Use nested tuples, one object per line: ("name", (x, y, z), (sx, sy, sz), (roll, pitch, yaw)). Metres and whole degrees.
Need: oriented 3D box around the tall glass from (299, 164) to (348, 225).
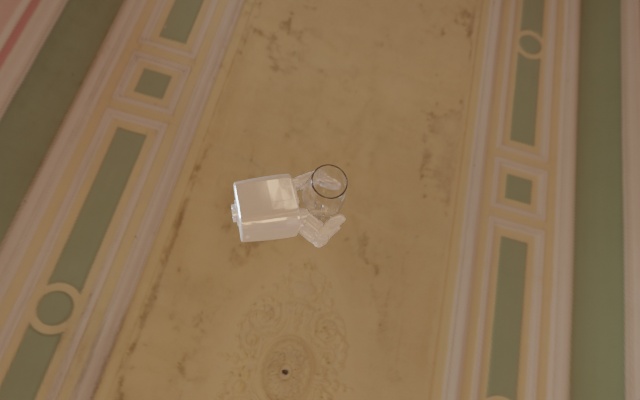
("tall glass", (0.000, 0.003, 0.882), (0.079, 0.079, 0.201), (0, -21, -10))
